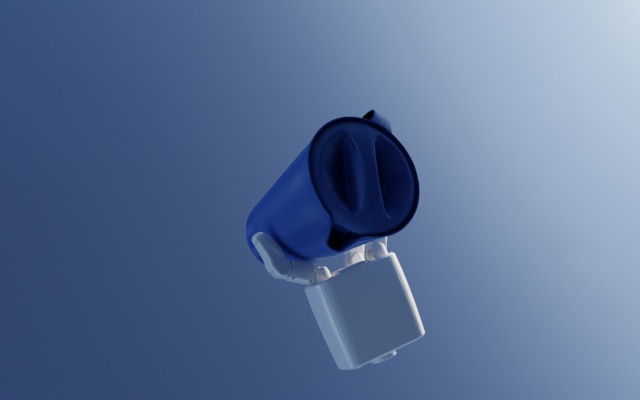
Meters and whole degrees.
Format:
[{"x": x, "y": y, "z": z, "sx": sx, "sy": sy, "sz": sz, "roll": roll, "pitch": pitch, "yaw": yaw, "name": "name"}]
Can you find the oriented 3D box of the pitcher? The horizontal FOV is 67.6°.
[{"x": 0.000, "y": 0.002, "z": 0.585, "sx": 0.149, "sy": 0.145, "sz": 0.243, "roll": -18, "pitch": -9, "yaw": -32, "name": "pitcher"}]
